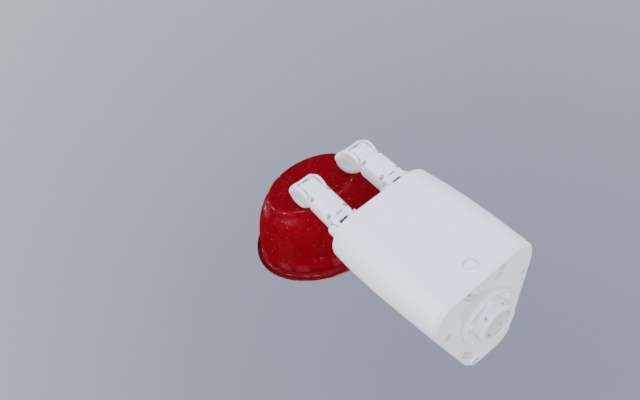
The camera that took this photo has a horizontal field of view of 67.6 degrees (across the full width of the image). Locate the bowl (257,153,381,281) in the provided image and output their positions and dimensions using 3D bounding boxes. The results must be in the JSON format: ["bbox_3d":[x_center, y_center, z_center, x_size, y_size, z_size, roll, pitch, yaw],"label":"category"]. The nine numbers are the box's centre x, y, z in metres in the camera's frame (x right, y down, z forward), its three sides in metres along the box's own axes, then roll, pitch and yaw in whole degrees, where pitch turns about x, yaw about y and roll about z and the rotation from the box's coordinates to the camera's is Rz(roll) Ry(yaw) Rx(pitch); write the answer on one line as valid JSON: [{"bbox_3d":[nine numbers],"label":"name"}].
[{"bbox_3d":[-0.001,0.001,0.476,0.162,0.055,0.162,-17,35,13],"label":"bowl"}]
